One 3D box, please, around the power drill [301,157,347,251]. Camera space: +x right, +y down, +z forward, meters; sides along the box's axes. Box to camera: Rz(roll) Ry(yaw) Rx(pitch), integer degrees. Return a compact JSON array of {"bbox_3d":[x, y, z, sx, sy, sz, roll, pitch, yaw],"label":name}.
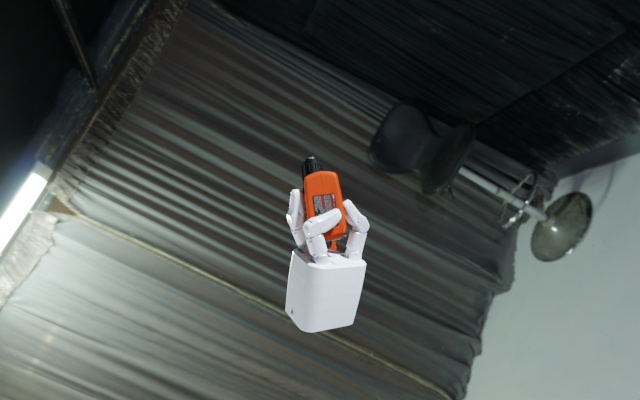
[{"bbox_3d":[0.000,0.003,0.810,0.057,0.184,0.187,-10,-6,-3],"label":"power drill"}]
